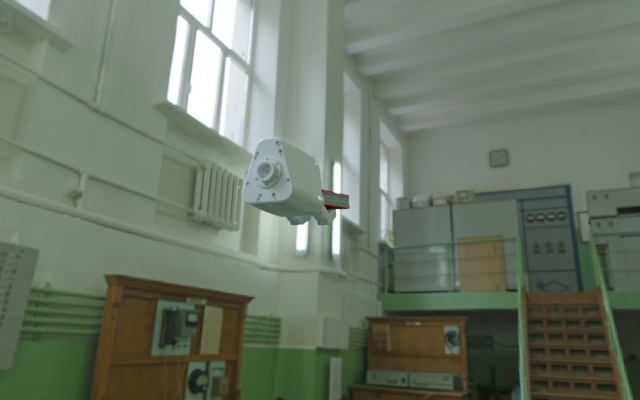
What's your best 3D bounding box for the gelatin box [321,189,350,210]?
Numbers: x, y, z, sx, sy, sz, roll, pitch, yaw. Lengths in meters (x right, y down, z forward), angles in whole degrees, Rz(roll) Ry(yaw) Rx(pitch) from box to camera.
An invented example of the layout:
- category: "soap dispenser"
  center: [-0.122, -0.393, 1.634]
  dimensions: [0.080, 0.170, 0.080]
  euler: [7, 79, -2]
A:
- category: "gelatin box"
  center: [0.000, 0.002, 0.883]
  dimensions: [0.073, 0.030, 0.089]
  euler: [-8, -10, 36]
